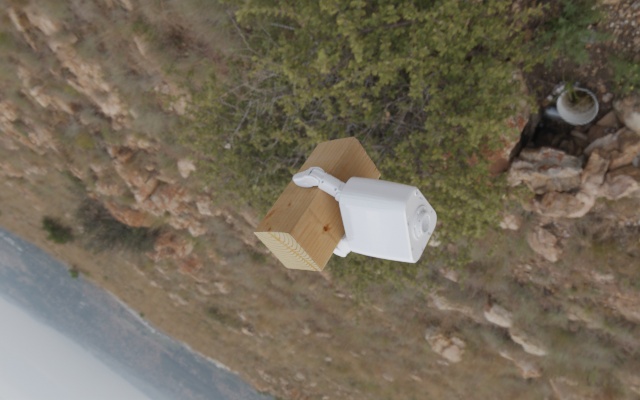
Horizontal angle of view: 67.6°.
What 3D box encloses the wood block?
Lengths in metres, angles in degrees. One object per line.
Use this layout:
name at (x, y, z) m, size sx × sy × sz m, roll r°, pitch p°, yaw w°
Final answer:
wood block at (0.000, 0.002, 0.770) m, size 0.090 × 0.206 × 0.091 m, roll -3°, pitch -46°, yaw 47°
